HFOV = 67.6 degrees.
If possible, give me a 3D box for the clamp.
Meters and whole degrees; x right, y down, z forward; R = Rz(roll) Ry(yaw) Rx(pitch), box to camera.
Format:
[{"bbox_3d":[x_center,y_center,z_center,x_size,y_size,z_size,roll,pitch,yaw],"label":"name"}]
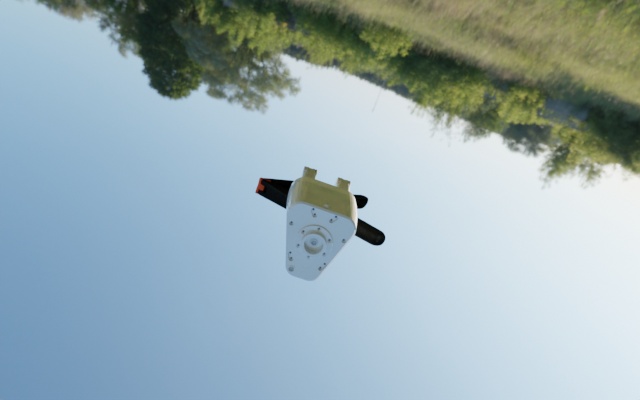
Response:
[{"bbox_3d":[-0.001,0.003,0.781,0.210,0.036,0.164,19,18,-5],"label":"clamp"}]
